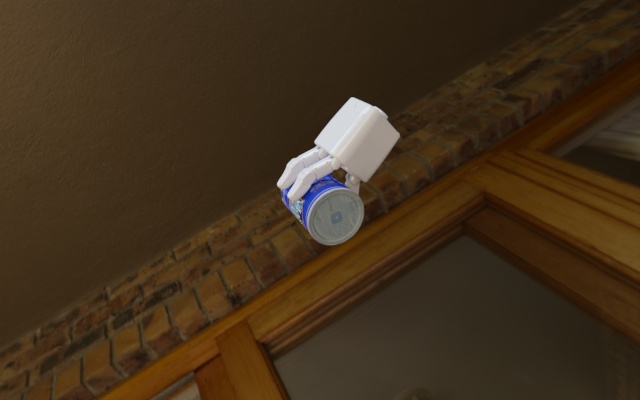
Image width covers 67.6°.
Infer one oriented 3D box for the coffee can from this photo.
[{"bbox_3d":[0.000,0.003,0.847,0.103,0.103,0.140,0,22,-25],"label":"coffee can"}]
